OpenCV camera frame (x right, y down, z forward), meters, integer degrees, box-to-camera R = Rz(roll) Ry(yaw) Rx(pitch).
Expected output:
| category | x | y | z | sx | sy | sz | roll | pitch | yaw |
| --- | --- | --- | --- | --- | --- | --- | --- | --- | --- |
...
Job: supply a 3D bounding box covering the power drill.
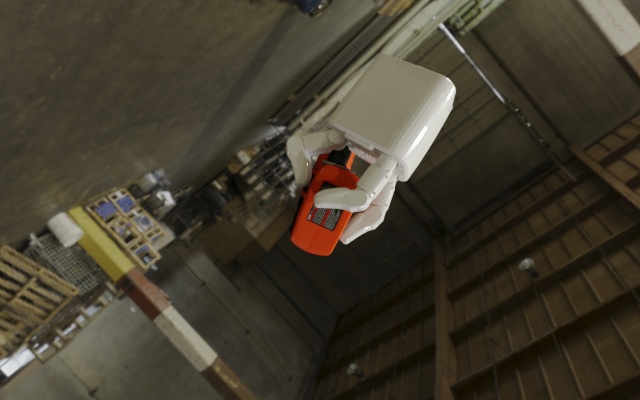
| category | x | y | z | sx | sy | sz | roll | pitch | yaw |
| --- | --- | --- | --- | --- | --- | --- | --- | --- | --- |
| power drill | 0.000 | 0.002 | 0.628 | 0.057 | 0.184 | 0.187 | 21 | 15 | -6 |
